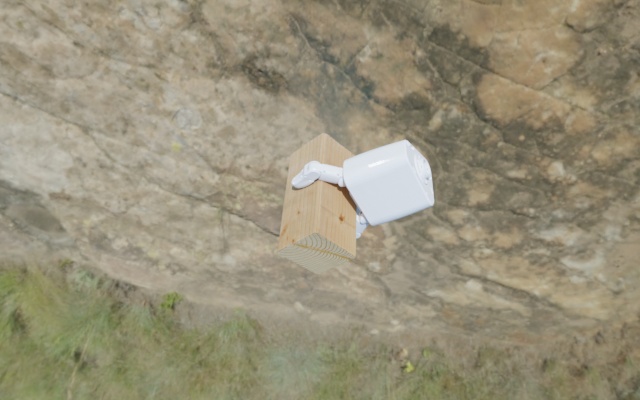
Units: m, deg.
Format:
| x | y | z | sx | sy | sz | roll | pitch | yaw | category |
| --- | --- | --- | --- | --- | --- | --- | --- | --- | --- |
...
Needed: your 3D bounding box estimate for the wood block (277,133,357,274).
| x | y | z | sx | sy | sz | roll | pitch | yaw | category |
| --- | --- | --- | --- | --- | --- | --- | --- | --- | --- |
| 0.000 | 0.002 | 0.795 | 0.090 | 0.206 | 0.091 | -29 | -49 | 36 | wood block |
